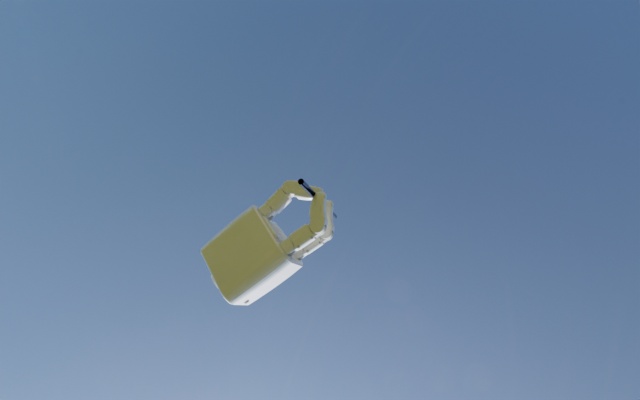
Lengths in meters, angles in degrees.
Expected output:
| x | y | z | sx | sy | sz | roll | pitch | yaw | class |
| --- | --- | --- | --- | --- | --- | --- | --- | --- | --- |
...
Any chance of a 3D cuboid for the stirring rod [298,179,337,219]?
| x | y | z | sx | sy | sz | roll | pitch | yaw | class |
| --- | --- | --- | --- | --- | --- | --- | --- | --- | --- |
| 0.000 | 0.002 | 0.715 | 0.011 | 0.011 | 0.239 | 0 | -13 | 12 | stirring rod |
